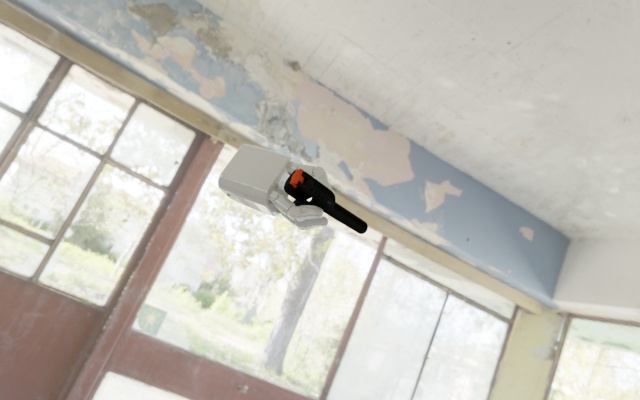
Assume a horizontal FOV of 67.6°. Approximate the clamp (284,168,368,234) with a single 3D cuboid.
[{"bbox_3d":[0.000,0.002,0.853,0.164,0.036,0.210,18,-16,17],"label":"clamp"}]
